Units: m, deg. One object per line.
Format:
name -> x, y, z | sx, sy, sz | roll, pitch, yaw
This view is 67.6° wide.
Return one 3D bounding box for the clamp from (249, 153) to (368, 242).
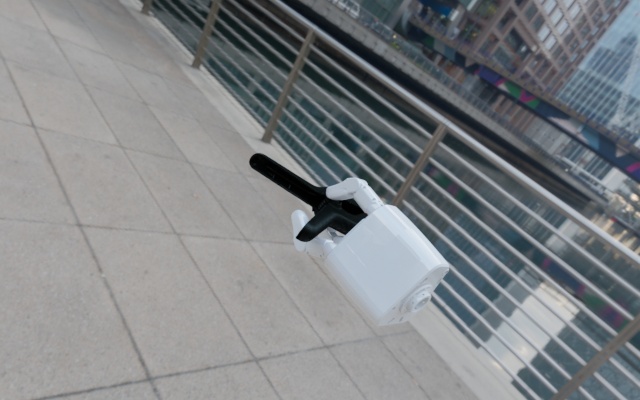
clamp -> 0.001, 0.002, 0.679 | 0.210, 0.036, 0.164 | 11, 34, -51
